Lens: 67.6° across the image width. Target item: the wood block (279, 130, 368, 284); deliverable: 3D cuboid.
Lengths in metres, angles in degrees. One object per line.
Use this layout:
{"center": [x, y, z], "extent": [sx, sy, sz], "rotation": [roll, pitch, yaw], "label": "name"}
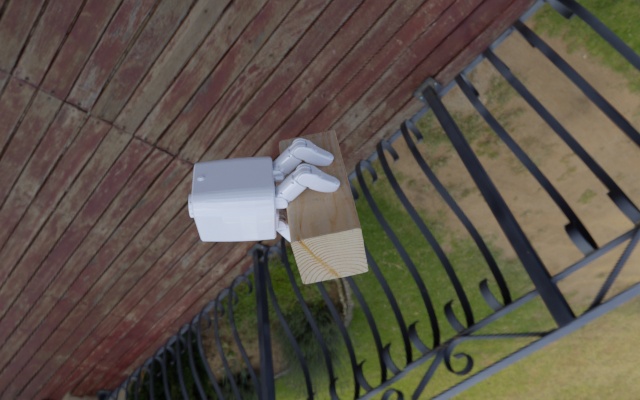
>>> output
{"center": [0.000, 0.003, 0.674], "extent": [0.090, 0.091, 0.206], "rotation": [-12, 44, 1], "label": "wood block"}
